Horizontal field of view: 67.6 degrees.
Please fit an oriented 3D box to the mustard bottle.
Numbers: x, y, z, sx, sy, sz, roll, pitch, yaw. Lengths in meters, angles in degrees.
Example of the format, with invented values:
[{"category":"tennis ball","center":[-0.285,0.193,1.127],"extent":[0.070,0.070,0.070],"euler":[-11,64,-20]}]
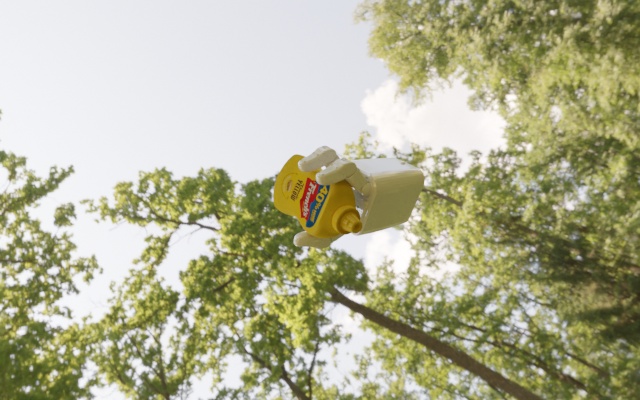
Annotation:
[{"category":"mustard bottle","center":[0.000,0.002,0.713],"extent":[0.058,0.096,0.191],"euler":[18,11,-39]}]
